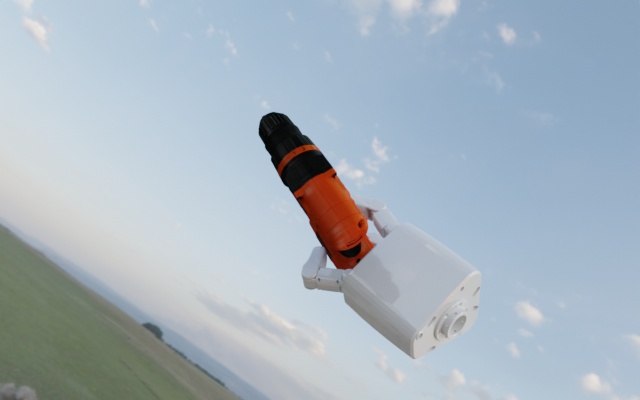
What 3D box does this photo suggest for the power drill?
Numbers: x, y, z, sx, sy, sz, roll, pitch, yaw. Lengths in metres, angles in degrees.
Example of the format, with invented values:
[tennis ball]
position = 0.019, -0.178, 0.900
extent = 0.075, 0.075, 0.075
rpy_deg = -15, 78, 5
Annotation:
[power drill]
position = 0.000, 0.002, 0.559
extent = 0.057, 0.184, 0.188
rpy_deg = -32, -28, -1
